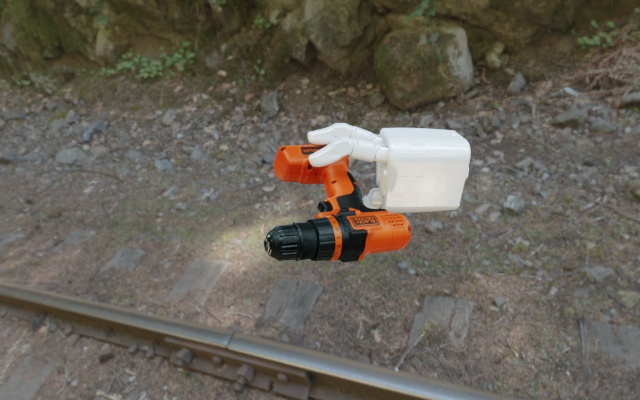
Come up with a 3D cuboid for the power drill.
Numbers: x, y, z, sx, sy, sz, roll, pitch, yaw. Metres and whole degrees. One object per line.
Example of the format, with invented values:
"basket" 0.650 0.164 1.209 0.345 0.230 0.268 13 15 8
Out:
"power drill" 0.000 0.002 0.612 0.184 0.057 0.187 -2 42 -24
